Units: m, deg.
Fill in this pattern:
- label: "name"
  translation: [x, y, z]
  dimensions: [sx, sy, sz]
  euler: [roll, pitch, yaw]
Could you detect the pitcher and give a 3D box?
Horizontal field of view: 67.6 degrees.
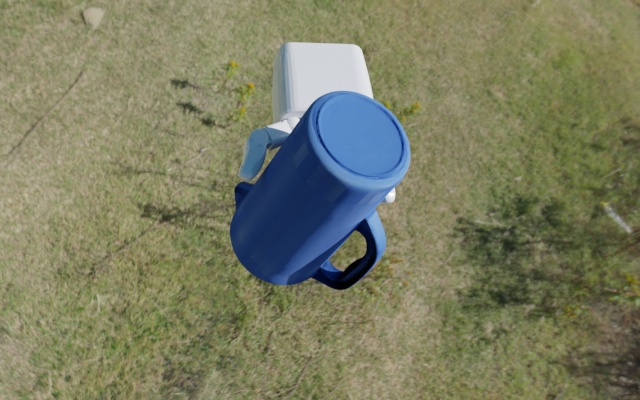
- label: "pitcher"
  translation: [0.000, 0.002, 0.524]
  dimensions: [0.149, 0.145, 0.243]
  euler: [7, -29, -22]
